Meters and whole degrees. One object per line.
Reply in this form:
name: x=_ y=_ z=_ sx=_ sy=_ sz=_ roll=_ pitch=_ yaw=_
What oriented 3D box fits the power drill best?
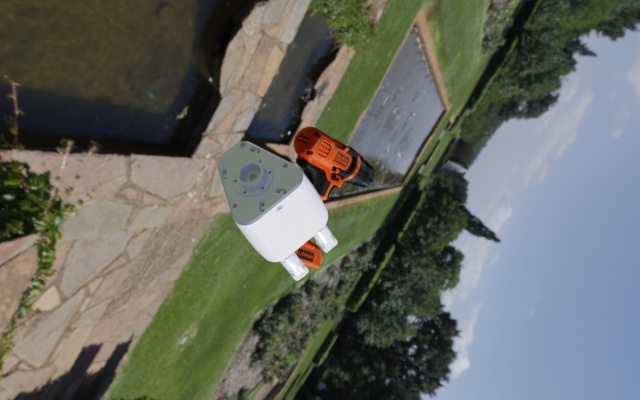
power drill: x=0.000 y=0.003 z=0.708 sx=0.057 sy=0.187 sz=0.184 roll=22 pitch=-2 yaw=40
